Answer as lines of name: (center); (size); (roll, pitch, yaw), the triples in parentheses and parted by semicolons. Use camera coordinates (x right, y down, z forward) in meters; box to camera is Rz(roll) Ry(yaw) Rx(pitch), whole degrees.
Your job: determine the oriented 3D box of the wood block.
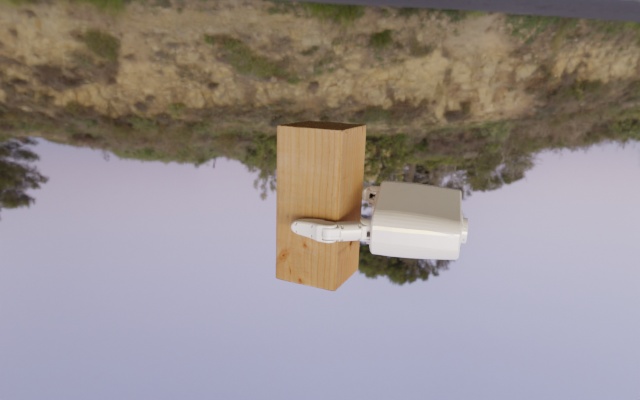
wood block: (0.000, 0.002, 0.638); (0.090, 0.206, 0.091); (8, 16, 24)
